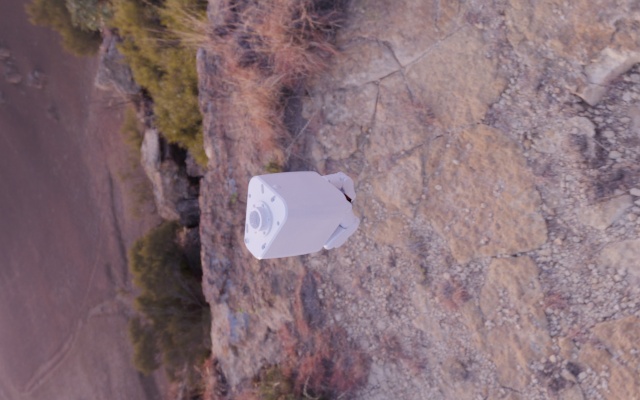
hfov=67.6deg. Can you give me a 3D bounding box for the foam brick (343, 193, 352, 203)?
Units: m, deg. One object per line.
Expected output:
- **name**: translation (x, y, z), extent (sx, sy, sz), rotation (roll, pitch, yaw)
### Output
- **foam brick**: translation (0.000, 0.002, 0.742), extent (0.051, 0.053, 0.078), rotation (-5, 34, -42)
